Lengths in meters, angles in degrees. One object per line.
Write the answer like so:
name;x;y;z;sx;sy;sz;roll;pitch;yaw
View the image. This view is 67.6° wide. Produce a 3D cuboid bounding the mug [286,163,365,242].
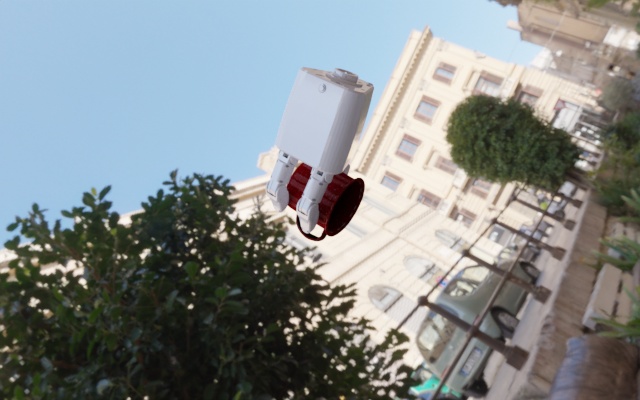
mug;0.000;0.003;0.682;0.081;0.117;0.093;30;24;23
